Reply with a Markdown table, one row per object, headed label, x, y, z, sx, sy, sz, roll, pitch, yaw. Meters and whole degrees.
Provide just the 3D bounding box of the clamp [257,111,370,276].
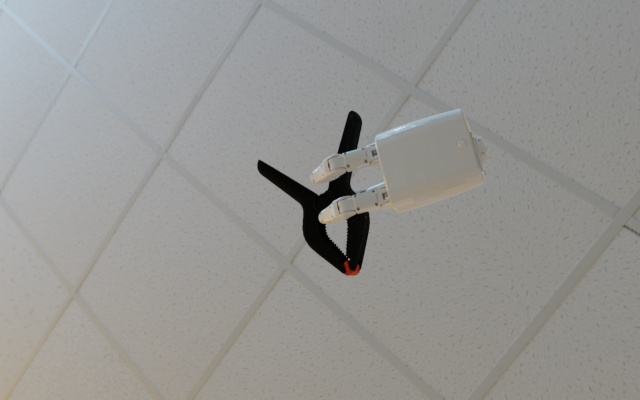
| label | x | y | z | sx | sy | sz | roll | pitch | yaw |
| --- | --- | --- | --- | --- | --- | --- | --- | --- | --- |
| clamp | 0.001 | 0.003 | 0.639 | 0.164 | 0.210 | 0.036 | -18 | -15 | 23 |
